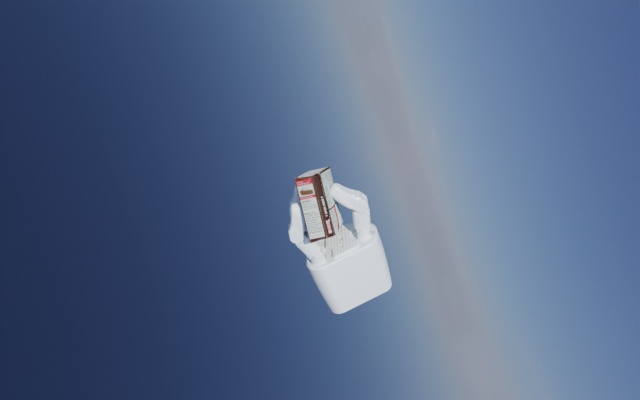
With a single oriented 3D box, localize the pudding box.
[{"bbox_3d":[0.000,0.002,0.671,0.039,0.090,0.113,-14,6,8],"label":"pudding box"}]
